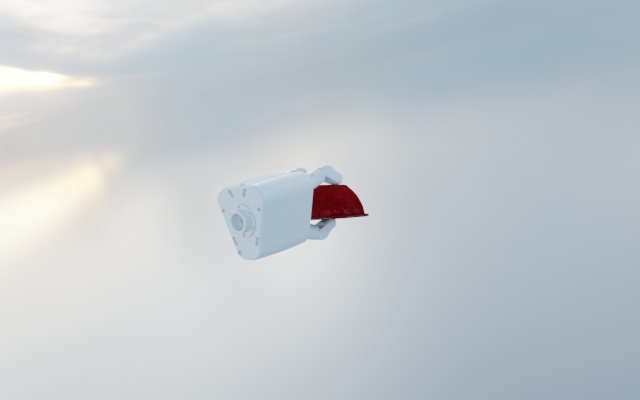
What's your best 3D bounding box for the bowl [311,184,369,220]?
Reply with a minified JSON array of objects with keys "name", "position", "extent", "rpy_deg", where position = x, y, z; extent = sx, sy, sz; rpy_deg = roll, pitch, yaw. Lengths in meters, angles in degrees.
[{"name":"bowl","position":[0.001,0.002,0.808],"extent":[0.162,0.055,0.162],"rpy_deg":[-2,0,0]}]
